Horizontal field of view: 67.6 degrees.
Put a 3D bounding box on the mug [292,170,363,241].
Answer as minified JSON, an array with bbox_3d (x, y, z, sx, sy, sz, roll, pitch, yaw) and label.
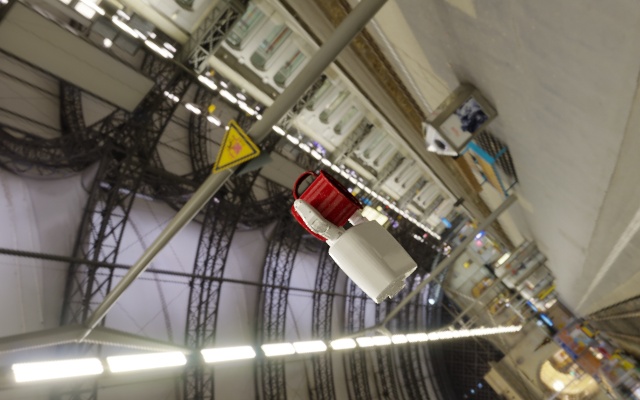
[{"bbox_3d":[-0.001,0.002,0.775,0.117,0.081,0.093,46,10,20],"label":"mug"}]
